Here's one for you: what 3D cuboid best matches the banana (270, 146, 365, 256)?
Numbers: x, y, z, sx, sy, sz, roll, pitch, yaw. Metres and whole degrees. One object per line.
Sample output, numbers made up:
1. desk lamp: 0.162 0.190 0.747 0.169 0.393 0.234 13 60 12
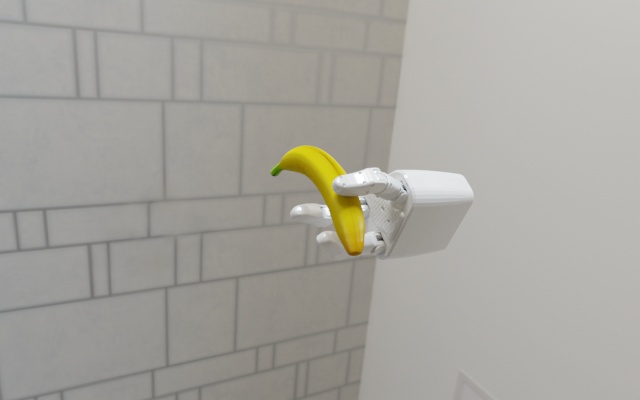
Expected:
1. banana: 0.004 -0.016 0.563 0.037 0.070 0.197 2 29 -35
